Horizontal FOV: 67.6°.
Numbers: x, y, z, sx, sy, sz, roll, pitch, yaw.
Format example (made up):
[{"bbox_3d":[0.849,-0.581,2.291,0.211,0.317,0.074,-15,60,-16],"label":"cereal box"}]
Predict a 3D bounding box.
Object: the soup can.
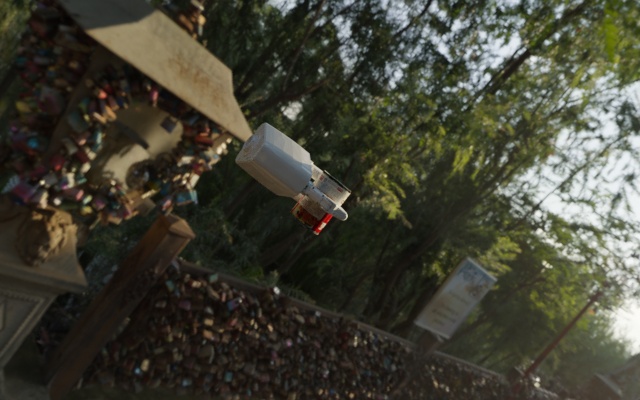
[{"bbox_3d":[0.001,0.003,0.888,0.068,0.102,0.068,38,4,-3],"label":"soup can"}]
